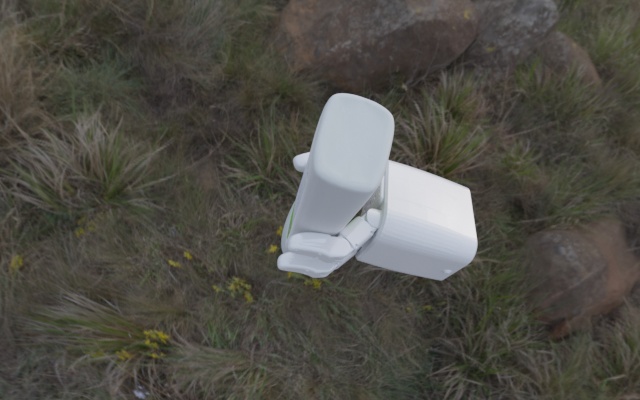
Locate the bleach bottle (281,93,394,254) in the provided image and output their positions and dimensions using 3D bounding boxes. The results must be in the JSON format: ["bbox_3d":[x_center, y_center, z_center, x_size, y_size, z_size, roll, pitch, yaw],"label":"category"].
[{"bbox_3d":[0.000,0.002,0.518,0.068,0.102,0.251,19,-29,-6],"label":"bleach bottle"}]
